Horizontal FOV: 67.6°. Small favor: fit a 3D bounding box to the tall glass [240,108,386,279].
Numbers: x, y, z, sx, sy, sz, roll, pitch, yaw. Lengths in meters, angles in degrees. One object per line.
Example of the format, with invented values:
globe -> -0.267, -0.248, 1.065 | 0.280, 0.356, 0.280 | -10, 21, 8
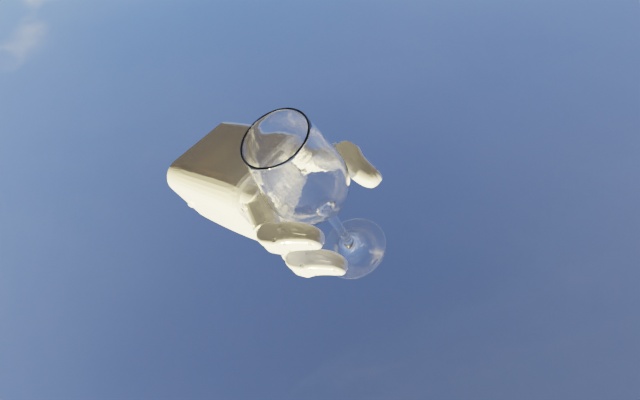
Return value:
tall glass -> 0.000, 0.002, 0.454 | 0.079, 0.079, 0.201 | 0, -31, 25
